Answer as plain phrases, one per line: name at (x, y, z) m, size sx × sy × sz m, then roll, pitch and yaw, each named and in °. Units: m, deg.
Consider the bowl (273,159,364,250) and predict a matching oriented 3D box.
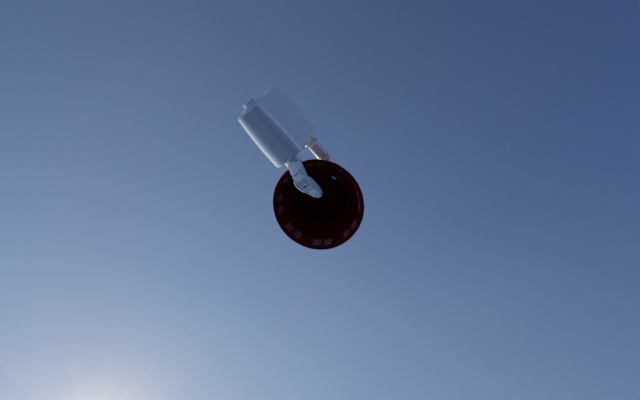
bowl at (0.001, 0.004, 0.848) m, size 0.162 × 0.162 × 0.055 m, roll 0°, pitch 14°, yaw 12°
